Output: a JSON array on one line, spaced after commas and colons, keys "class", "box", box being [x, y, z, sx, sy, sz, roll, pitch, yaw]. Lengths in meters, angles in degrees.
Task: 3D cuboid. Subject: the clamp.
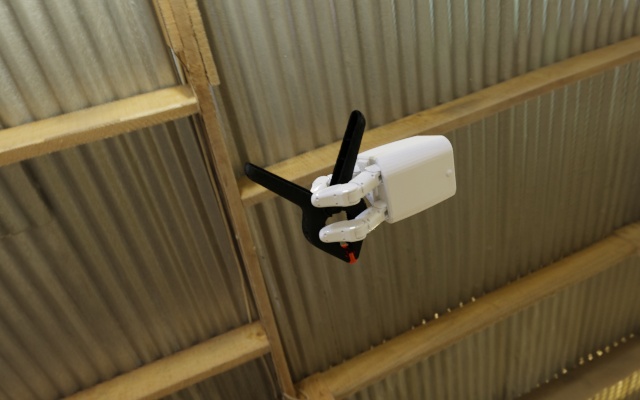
[{"class": "clamp", "box": [0.000, 0.002, 0.633, 0.164, 0.210, 0.036, -20, 29, -11]}]
